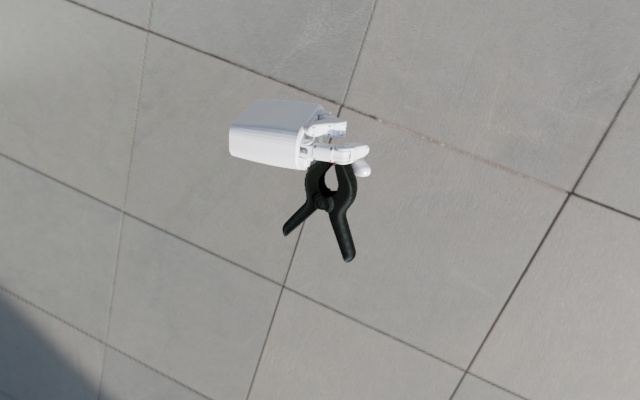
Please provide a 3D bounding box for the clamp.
[{"bbox_3d":[0.000,0.002,0.696,0.120,0.171,0.039,10,22,16],"label":"clamp"}]
